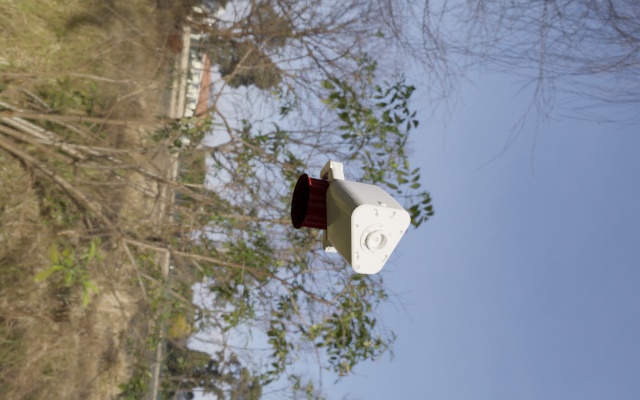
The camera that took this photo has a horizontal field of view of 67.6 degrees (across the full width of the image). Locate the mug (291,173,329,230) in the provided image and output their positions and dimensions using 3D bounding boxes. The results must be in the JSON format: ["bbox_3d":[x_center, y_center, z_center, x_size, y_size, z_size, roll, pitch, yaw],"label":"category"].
[{"bbox_3d":[0.000,0.002,0.808,0.081,0.093,0.117,9,18,-21],"label":"mug"}]
